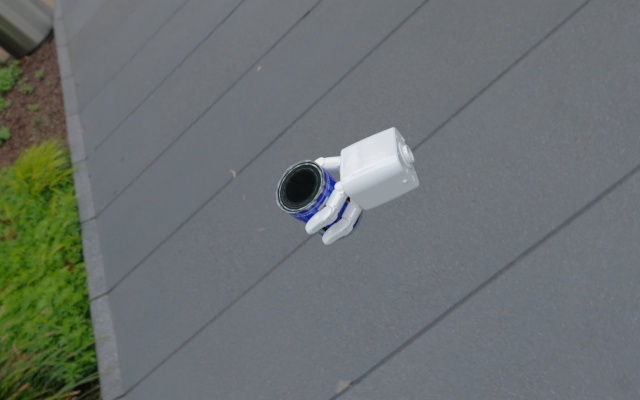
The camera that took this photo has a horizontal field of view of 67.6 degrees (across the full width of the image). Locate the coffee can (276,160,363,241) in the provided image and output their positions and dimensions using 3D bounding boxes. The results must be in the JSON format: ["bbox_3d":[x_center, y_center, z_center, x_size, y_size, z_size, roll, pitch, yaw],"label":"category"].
[{"bbox_3d":[0.000,0.003,0.879,0.103,0.102,0.140,0,-24,35],"label":"coffee can"}]
